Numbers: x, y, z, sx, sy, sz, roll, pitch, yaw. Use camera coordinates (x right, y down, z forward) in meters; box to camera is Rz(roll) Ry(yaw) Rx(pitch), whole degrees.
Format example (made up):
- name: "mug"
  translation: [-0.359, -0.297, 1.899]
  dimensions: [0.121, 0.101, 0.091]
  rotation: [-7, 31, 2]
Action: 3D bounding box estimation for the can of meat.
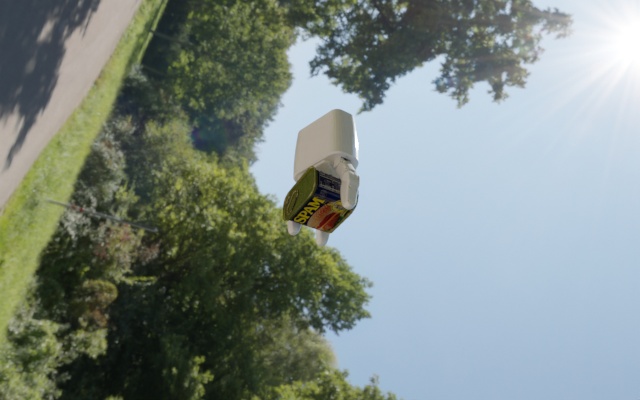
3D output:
- name: "can of meat"
  translation: [0.000, 0.003, 0.758]
  dimensions: [0.084, 0.057, 0.102]
  rotation: [20, -44, -25]
